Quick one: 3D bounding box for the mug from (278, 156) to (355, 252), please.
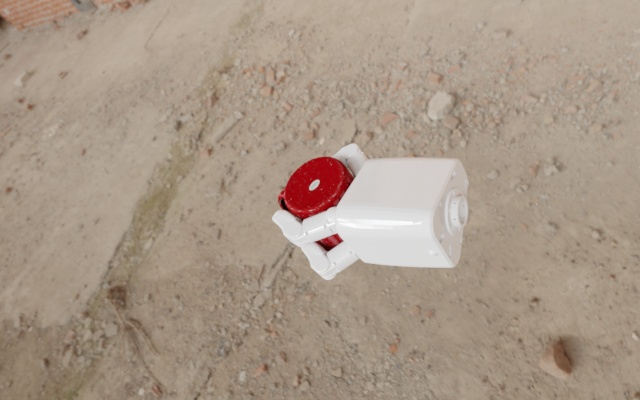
[{"bbox_3d":[-0.001,0.002,0.575,0.117,0.093,0.081,0,-33,34],"label":"mug"}]
